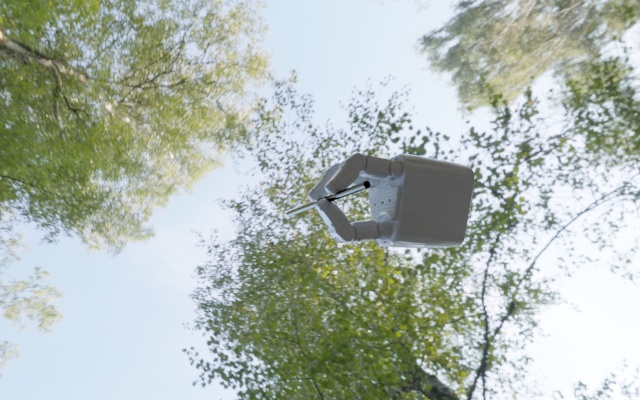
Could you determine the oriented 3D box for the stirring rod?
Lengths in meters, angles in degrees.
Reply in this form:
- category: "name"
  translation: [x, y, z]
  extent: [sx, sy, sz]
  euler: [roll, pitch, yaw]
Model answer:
- category: "stirring rod"
  translation: [0.000, 0.002, 0.584]
  extent: [0.011, 0.011, 0.239]
  euler: [0, -8, -23]
